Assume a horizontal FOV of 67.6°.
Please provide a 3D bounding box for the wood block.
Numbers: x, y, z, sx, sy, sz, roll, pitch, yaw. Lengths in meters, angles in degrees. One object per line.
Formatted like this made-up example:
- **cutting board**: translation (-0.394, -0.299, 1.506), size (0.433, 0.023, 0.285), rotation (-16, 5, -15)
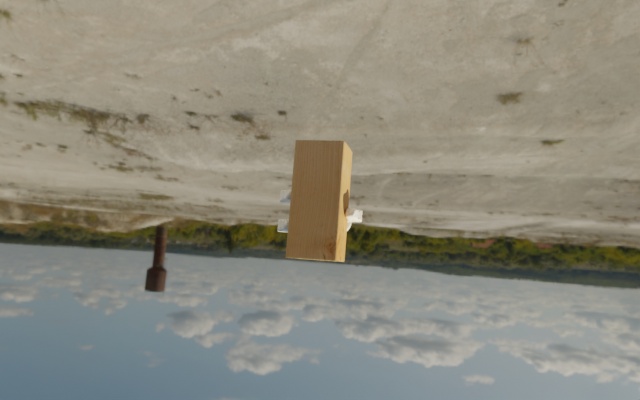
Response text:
- **wood block**: translation (0.001, 0.003, 0.855), size (0.091, 0.206, 0.090), rotation (2, -7, 14)
